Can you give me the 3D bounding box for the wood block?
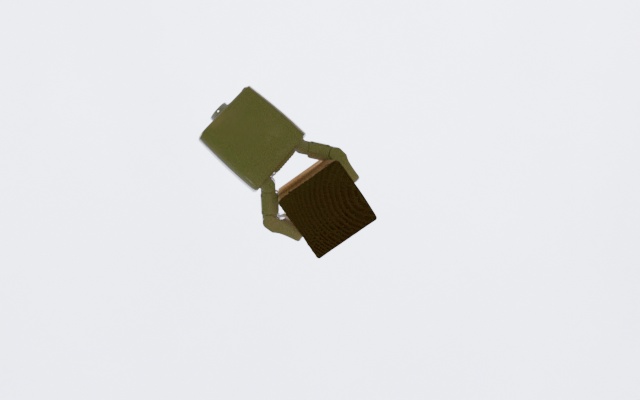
[{"bbox_3d":[0.000,0.002,0.672,0.091,0.090,0.206,-35,7,-1],"label":"wood block"}]
